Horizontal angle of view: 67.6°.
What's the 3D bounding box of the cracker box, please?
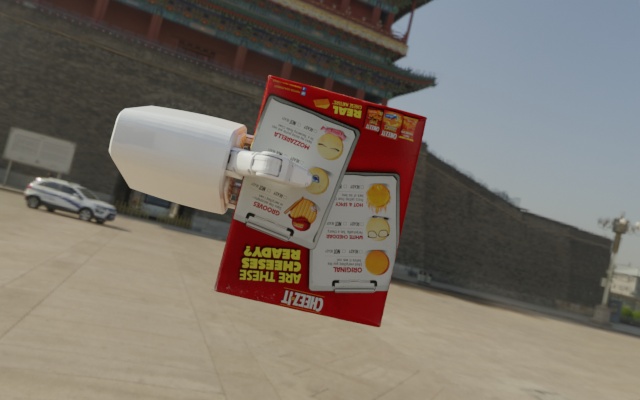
[{"bbox_3d":[0.000,0.001,0.487,0.164,0.213,0.072,14,-4,-5],"label":"cracker box"}]
